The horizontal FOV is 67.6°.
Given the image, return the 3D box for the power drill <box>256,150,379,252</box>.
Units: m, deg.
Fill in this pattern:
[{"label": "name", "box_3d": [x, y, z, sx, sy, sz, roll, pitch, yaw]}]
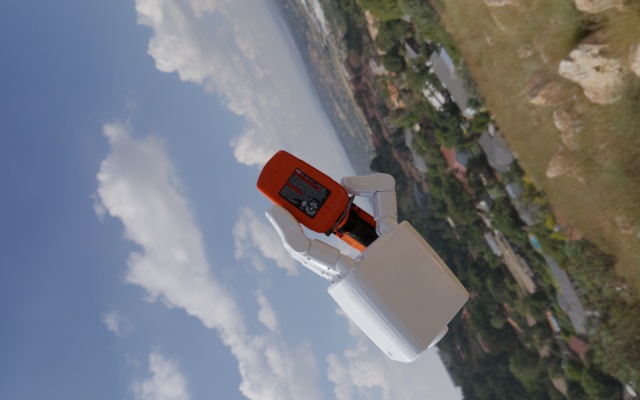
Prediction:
[{"label": "power drill", "box_3d": [0.000, 0.002, 0.584, 0.184, 0.057, 0.188, 33, 1, 26]}]
